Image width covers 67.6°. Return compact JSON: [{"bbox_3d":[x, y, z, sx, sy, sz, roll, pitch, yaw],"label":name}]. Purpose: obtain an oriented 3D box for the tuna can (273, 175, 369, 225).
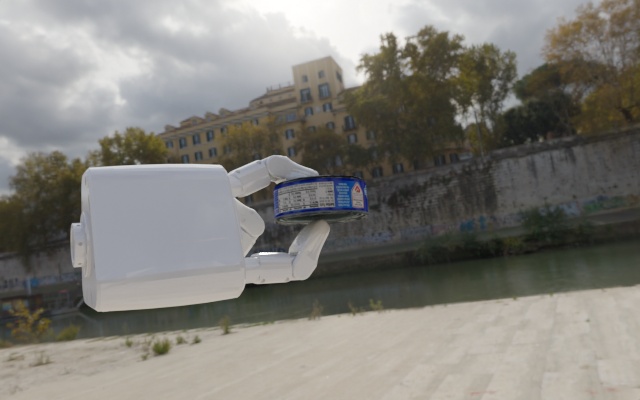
[{"bbox_3d":[0.000,0.001,0.433,0.086,0.033,0.086,-4,-8,-1],"label":"tuna can"}]
